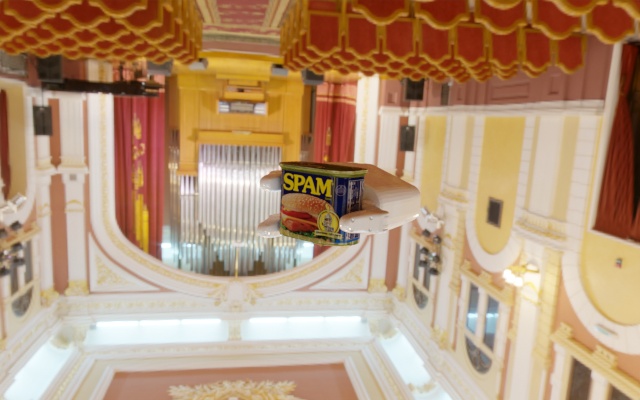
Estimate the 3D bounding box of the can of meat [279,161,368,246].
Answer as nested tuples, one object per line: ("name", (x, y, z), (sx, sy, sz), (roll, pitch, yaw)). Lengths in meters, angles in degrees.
("can of meat", (0.000, 0.002, 0.543), (0.102, 0.084, 0.057), (10, 12, 36))
